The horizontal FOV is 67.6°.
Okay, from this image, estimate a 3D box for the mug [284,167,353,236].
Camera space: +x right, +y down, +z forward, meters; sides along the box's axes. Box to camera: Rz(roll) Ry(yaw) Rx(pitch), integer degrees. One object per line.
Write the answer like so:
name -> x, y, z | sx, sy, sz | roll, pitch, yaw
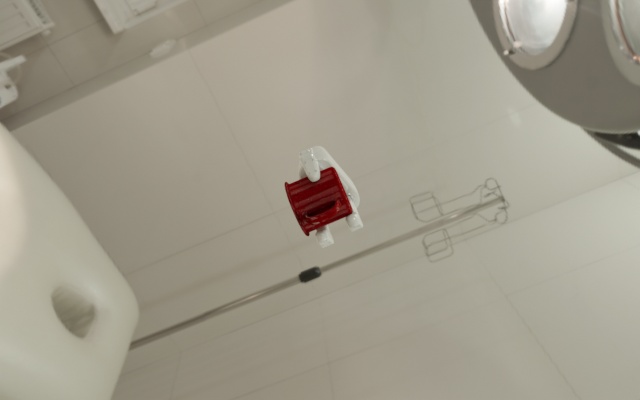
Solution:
mug -> 0.000, 0.003, 0.733 | 0.081, 0.093, 0.117 | -23, 20, 5
